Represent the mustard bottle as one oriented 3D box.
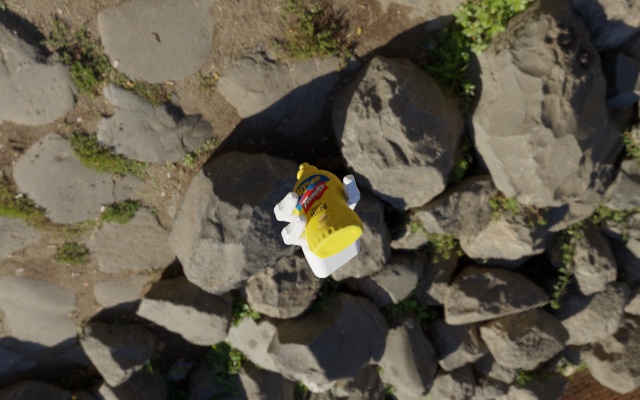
[{"bbox_3d":[0.000,0.003,0.846,0.096,0.191,0.058,-37,-41,16],"label":"mustard bottle"}]
